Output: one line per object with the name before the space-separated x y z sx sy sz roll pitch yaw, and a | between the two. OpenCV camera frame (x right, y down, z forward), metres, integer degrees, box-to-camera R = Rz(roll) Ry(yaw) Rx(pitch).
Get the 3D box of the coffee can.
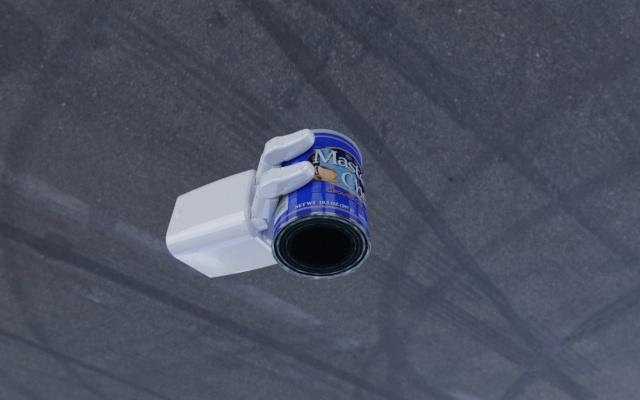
coffee can | 0.000 0.002 0.537 0.103 0.103 0.140 0 44 -1
